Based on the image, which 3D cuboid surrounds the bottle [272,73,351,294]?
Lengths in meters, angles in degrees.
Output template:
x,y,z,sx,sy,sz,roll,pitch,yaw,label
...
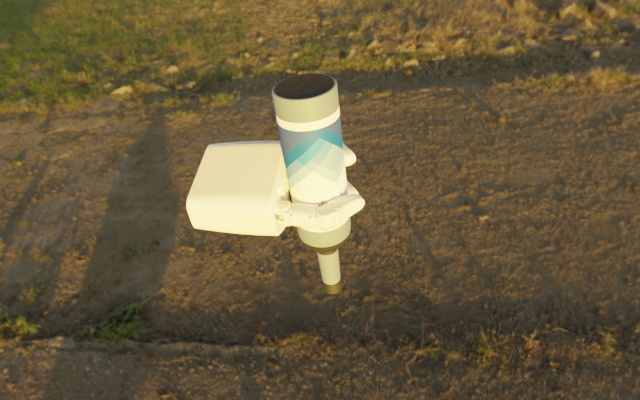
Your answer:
x,y,z,sx,sy,sz,roll,pitch,yaw,label
0.000,0.002,0.568,0.069,0.296,0.069,-5,37,4,bottle
